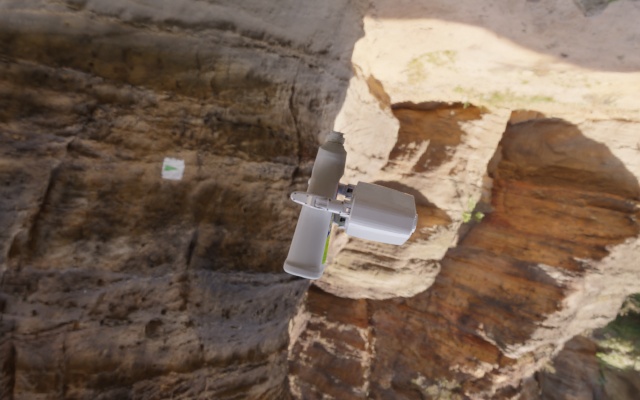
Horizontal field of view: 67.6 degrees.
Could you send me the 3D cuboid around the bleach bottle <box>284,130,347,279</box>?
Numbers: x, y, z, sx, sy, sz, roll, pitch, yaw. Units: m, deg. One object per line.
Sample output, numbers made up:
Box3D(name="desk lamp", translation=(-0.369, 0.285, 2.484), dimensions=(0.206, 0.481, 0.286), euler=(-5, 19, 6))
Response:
Box3D(name="bleach bottle", translation=(0.000, 0.003, 0.832), dimensions=(0.068, 0.251, 0.102), euler=(14, 4, 5))
